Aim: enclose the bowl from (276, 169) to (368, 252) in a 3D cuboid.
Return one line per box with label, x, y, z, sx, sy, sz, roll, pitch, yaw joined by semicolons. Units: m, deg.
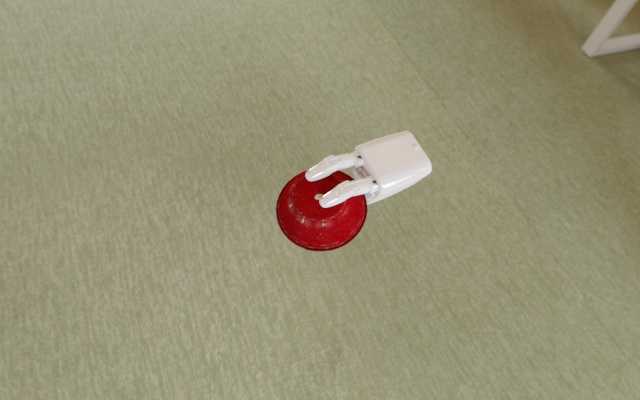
bowl;-0.001;0.003;0.816;0.162;0.162;0.055;0;-25;4
